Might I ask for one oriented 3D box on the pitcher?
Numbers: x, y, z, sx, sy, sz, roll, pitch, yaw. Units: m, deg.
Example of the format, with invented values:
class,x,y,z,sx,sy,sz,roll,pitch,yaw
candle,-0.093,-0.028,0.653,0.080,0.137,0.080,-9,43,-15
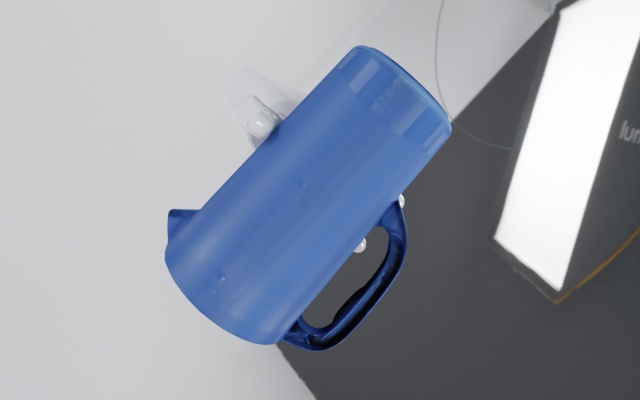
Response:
class,x,y,z,sx,sy,sz,roll,pitch,yaw
pitcher,0.000,0.001,0.409,0.149,0.243,0.145,34,12,-41
